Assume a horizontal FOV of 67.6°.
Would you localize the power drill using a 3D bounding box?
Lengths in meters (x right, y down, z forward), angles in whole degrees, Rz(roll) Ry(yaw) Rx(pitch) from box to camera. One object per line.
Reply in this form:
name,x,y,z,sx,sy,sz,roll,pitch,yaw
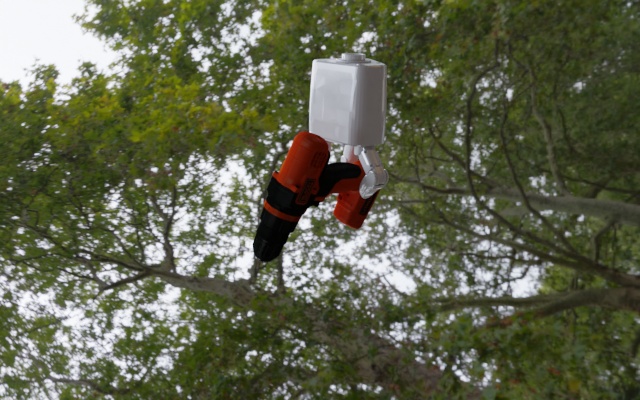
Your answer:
power drill,0.000,0.002,0.671,0.057,0.184,0.187,37,20,32
